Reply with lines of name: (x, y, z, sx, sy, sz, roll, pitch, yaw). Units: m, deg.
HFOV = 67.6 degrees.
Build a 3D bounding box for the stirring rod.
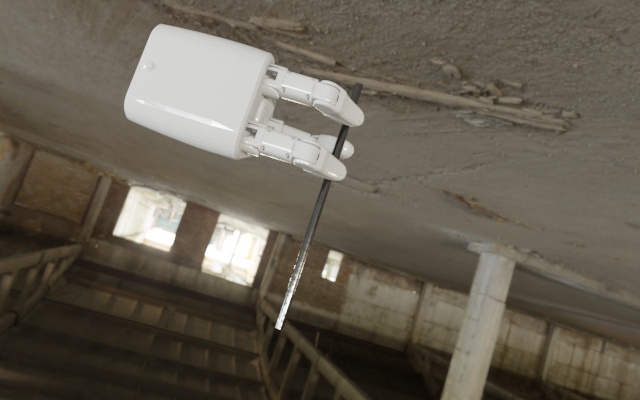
stirring rod: (0.000, 0.001, 0.444, 0.011, 0.239, 0.011, 18, -8, 3)
